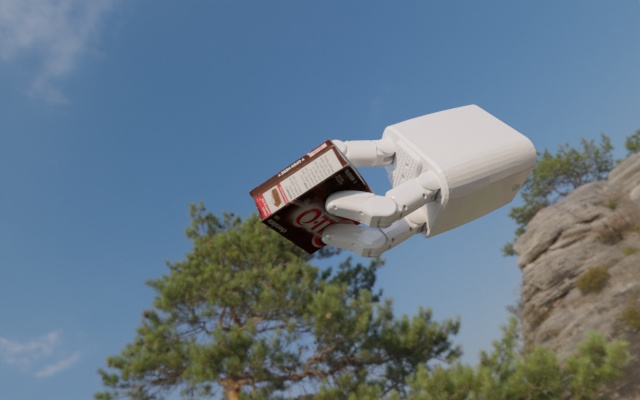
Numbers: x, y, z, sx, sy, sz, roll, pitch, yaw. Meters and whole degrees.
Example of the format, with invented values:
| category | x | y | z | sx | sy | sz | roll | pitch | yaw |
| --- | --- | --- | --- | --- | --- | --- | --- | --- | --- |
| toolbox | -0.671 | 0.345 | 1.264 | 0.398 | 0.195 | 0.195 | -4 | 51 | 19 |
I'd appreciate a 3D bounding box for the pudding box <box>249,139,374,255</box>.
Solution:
| category | x | y | z | sx | sy | sz | roll | pitch | yaw |
| --- | --- | --- | --- | --- | --- | --- | --- | --- | --- |
| pudding box | 0.000 | 0.001 | 0.449 | 0.090 | 0.039 | 0.113 | -34 | -32 | 8 |
